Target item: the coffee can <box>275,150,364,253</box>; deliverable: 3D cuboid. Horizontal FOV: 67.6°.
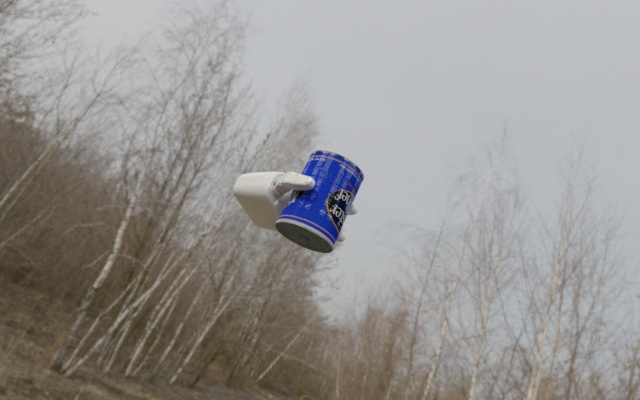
[{"bbox_3d":[0.000,0.003,0.798,0.103,0.140,0.103,22,-21,9],"label":"coffee can"}]
